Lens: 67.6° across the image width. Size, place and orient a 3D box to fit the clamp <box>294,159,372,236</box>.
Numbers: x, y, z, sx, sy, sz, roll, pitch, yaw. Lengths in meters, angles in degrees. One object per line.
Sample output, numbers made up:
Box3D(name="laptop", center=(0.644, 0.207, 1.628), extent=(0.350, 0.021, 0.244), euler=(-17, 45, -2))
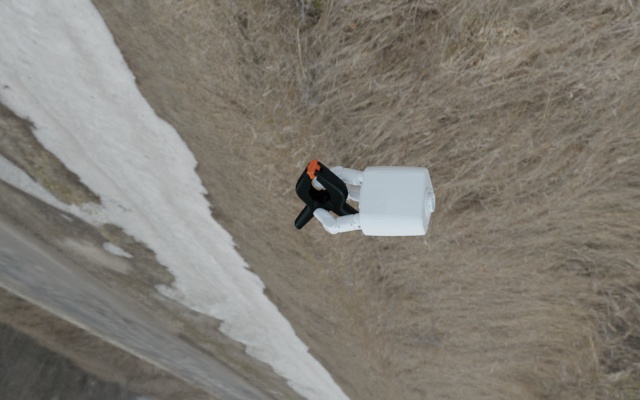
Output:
Box3D(name="clamp", center=(0.000, 0.003, 0.871), extent=(0.164, 0.036, 0.210), euler=(-2, -35, 23))
